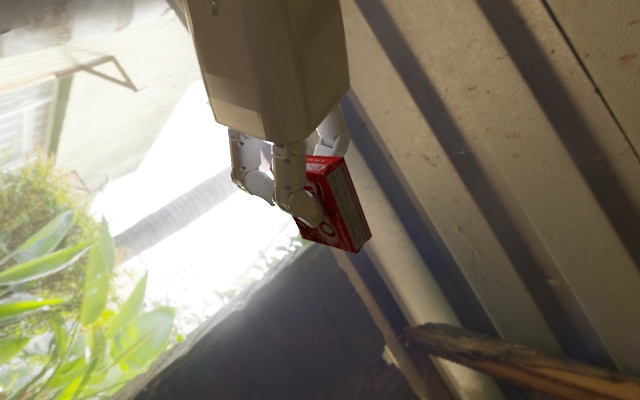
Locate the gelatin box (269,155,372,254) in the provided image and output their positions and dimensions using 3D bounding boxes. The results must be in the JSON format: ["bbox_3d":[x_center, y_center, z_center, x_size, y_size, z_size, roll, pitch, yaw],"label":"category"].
[{"bbox_3d":[0.000,0.001,0.438,0.073,0.089,0.030,10,43,45],"label":"gelatin box"}]
